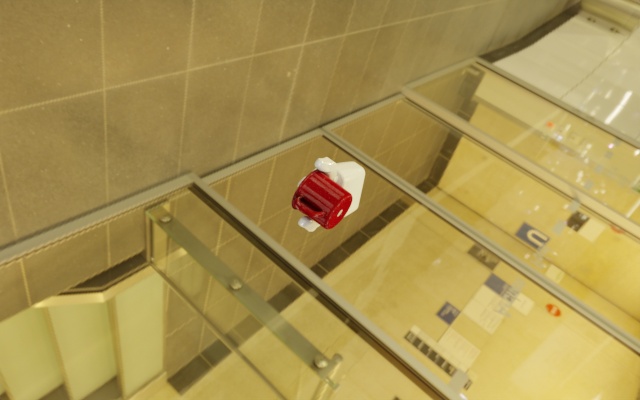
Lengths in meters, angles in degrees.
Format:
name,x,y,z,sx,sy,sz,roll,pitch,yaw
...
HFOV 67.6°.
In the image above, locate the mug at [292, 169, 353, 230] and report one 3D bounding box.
name,x,y,z,sx,sy,sz,roll,pitch,yaw
mug,0.000,0.003,0.884,0.081,0.093,0.117,36,28,19
